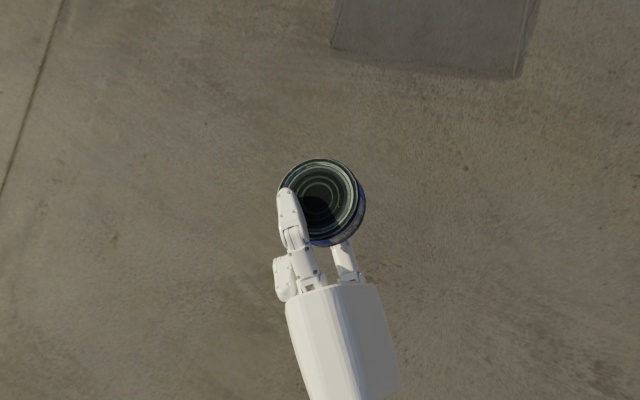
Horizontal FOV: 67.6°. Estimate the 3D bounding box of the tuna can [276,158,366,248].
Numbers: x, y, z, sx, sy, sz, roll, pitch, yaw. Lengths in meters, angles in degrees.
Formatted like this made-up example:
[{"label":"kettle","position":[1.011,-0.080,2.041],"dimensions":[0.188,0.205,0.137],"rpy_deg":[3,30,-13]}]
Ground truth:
[{"label":"tuna can","position":[0.000,0.001,0.473],"dimensions":[0.086,0.086,0.034],"rpy_deg":[0,-16,16]}]
